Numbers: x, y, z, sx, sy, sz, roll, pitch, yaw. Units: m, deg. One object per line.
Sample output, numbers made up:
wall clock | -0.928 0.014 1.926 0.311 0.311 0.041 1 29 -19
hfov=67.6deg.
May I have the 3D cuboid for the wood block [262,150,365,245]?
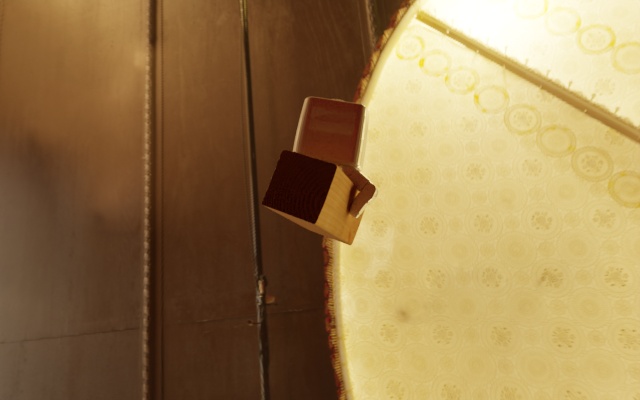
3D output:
wood block | 0.001 0.002 0.760 0.091 0.090 0.206 18 -7 21
